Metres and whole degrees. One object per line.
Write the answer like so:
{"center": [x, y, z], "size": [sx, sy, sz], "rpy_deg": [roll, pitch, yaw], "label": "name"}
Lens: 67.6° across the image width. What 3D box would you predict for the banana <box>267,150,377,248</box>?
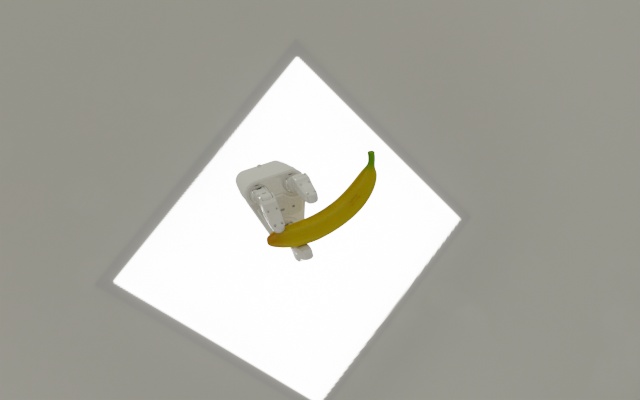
{"center": [0.013, 0.013, 0.687], "size": [0.198, 0.070, 0.037], "rpy_deg": [-41, 27, -3], "label": "banana"}
